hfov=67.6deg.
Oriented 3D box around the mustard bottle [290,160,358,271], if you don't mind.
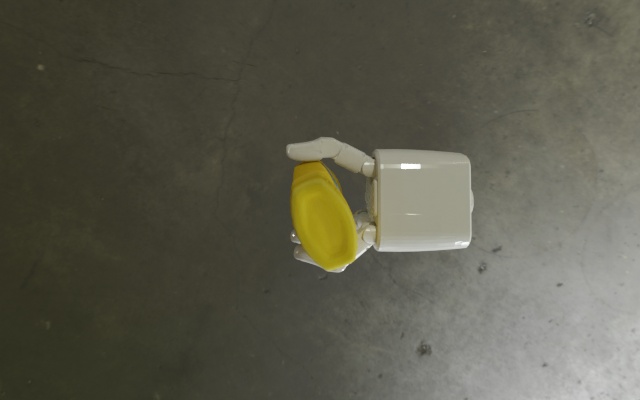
[{"bbox_3d":[0.000,0.002,0.547,0.058,0.096,0.191,-23,14,4],"label":"mustard bottle"}]
